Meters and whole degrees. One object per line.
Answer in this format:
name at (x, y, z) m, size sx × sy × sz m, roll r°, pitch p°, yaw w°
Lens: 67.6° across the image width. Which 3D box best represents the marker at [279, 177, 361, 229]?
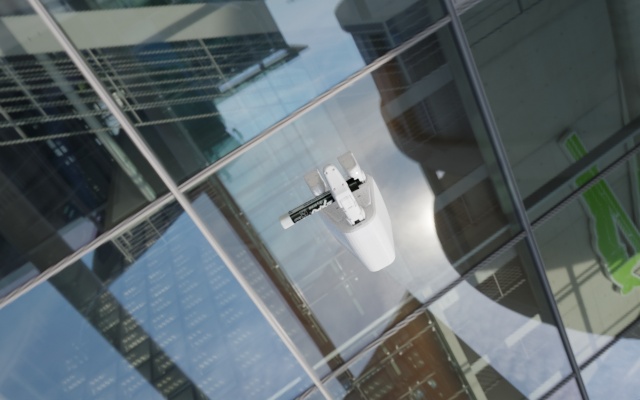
marker at (0.000, 0.002, 0.645) m, size 0.121 × 0.020 × 0.020 m, roll -29°, pitch -3°, yaw 4°
